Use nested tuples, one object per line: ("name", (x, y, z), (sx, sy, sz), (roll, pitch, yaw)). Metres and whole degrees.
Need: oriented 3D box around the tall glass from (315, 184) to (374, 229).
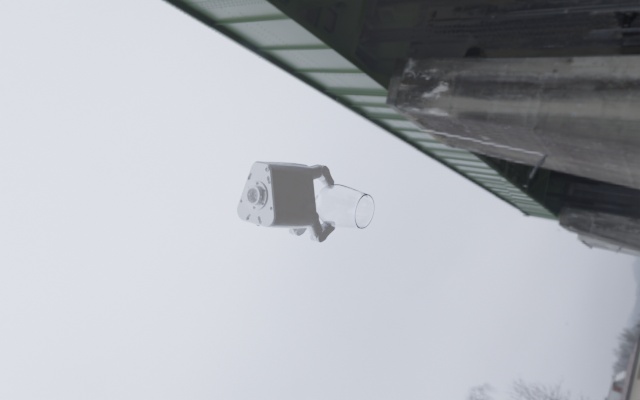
("tall glass", (0.000, 0.003, 0.892), (0.201, 0.079, 0.079), (12, 7, 37))
